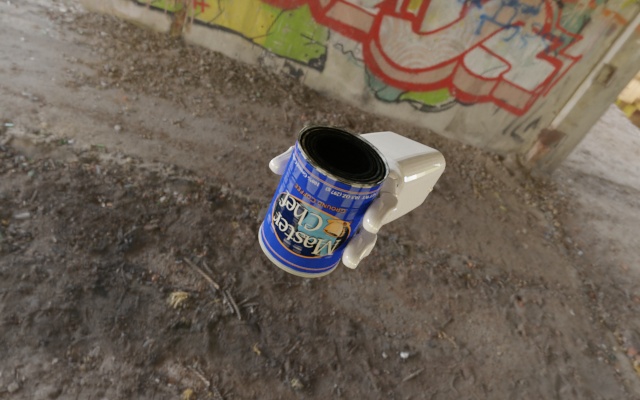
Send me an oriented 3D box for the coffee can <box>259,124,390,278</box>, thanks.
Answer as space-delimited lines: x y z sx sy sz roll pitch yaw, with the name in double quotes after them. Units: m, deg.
0.000 0.002 0.531 0.103 0.140 0.102 17 37 -13 "coffee can"
